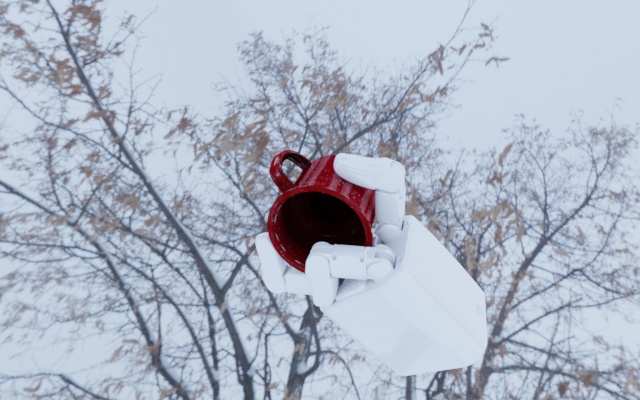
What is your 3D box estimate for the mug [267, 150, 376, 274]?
[{"bbox_3d":[-0.001,0.000,0.435,0.093,0.117,0.081,-39,12,31],"label":"mug"}]
